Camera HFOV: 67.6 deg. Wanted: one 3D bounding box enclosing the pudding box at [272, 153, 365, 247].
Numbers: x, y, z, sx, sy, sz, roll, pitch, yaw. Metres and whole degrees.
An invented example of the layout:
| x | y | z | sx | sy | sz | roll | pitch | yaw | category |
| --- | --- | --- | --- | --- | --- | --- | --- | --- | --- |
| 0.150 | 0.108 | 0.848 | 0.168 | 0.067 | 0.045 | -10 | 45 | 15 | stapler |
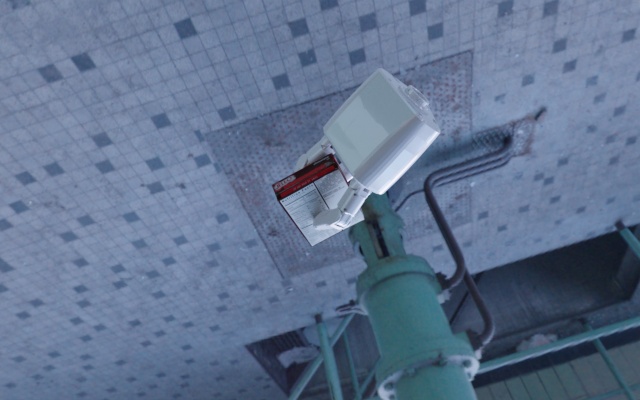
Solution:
| x | y | z | sx | sy | sz | roll | pitch | yaw | category |
| --- | --- | --- | --- | --- | --- | --- | --- | --- | --- |
| 0.000 | 0.002 | 0.638 | 0.090 | 0.039 | 0.114 | -27 | -47 | 4 | pudding box |
